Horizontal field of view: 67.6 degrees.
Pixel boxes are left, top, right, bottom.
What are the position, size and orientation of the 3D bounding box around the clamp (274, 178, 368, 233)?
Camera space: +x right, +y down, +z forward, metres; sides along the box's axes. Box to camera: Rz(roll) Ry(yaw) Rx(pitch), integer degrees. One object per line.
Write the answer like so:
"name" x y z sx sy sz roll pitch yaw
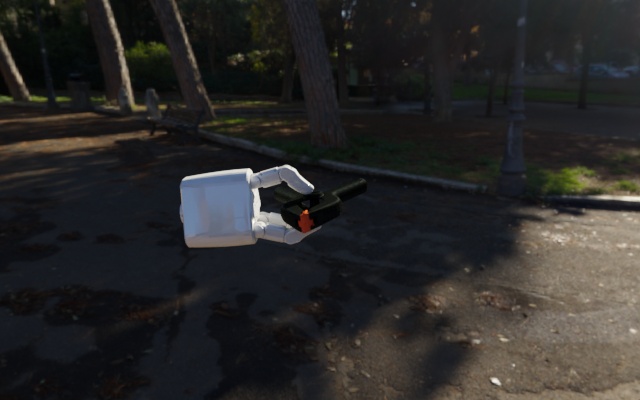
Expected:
"clamp" 0.000 0.002 0.750 0.164 0.036 0.210 -8 14 2
